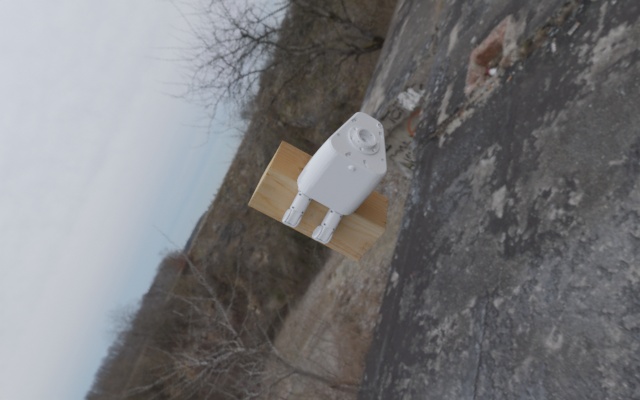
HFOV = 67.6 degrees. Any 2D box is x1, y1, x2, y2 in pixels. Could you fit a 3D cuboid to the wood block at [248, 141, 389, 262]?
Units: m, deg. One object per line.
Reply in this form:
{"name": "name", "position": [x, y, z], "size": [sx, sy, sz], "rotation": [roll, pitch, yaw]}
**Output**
{"name": "wood block", "position": [0.000, 0.002, 0.792], "size": [0.206, 0.090, 0.090], "rotation": [29, 38, -9]}
